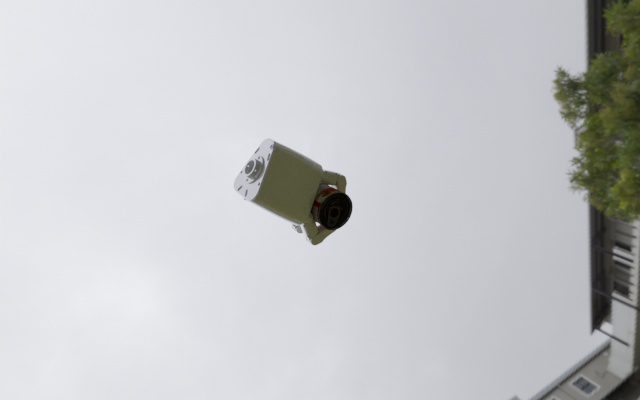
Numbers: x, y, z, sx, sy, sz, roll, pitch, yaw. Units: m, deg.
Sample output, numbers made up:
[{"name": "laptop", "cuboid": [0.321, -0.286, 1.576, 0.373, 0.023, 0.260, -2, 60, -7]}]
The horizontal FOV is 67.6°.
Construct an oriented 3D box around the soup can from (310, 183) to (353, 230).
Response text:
[{"name": "soup can", "cuboid": [0.000, 0.003, 0.840, 0.068, 0.068, 0.102, 0, 18, -33]}]
